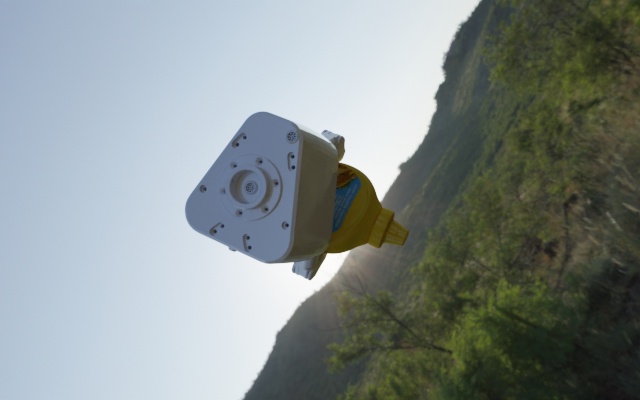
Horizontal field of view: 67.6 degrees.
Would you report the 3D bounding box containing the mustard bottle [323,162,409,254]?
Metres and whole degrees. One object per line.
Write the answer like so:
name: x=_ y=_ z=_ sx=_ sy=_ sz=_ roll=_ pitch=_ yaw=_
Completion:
mustard bottle: x=0.000 y=0.002 z=0.499 sx=0.191 sy=0.096 sz=0.058 roll=23 pitch=-20 yaw=14
